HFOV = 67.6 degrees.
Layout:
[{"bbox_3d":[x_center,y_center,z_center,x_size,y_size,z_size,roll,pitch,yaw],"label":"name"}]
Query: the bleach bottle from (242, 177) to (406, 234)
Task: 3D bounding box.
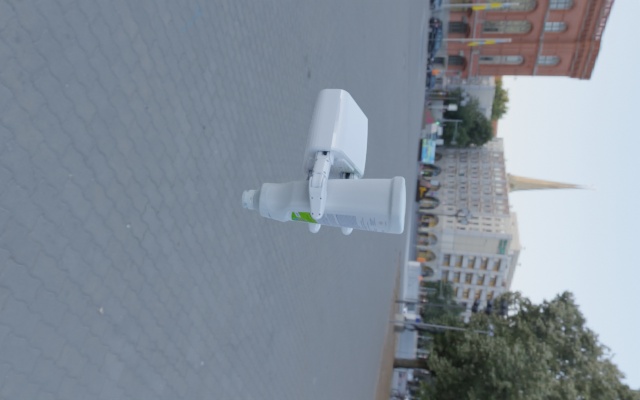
[{"bbox_3d":[0.000,0.002,0.725,0.251,0.068,0.103,4,-23,13],"label":"bleach bottle"}]
